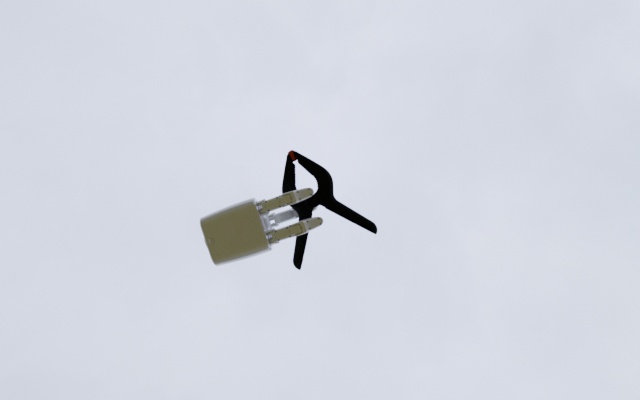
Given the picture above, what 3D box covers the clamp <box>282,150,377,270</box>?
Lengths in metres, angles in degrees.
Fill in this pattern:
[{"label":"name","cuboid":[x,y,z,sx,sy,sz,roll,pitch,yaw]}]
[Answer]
[{"label":"clamp","cuboid":[0.000,0.002,0.867,0.164,0.210,0.036,-18,-1,0]}]
